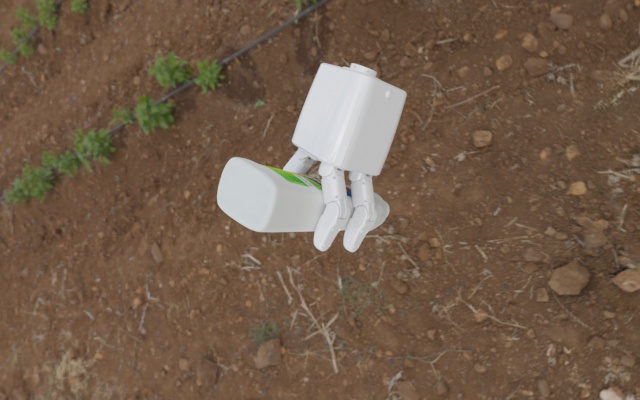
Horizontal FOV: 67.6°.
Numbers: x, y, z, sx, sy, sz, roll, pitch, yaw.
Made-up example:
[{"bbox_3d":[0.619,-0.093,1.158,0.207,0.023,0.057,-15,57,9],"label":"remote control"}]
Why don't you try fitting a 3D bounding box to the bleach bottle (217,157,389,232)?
[{"bbox_3d":[0.000,0.002,0.612,0.102,0.068,0.251,29,15,40],"label":"bleach bottle"}]
